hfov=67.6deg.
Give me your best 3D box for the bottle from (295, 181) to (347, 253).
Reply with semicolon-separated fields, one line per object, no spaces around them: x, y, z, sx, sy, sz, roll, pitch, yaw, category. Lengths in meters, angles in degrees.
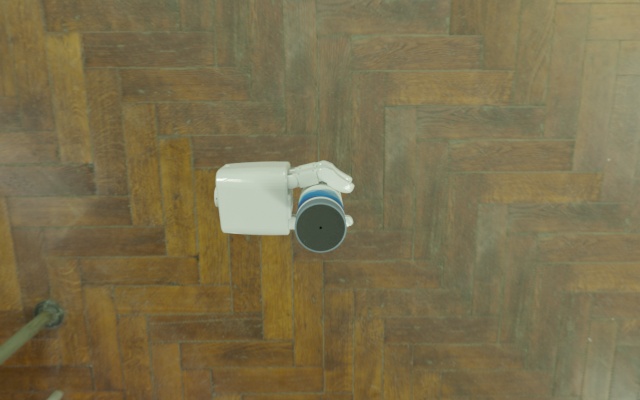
0.000;0.003;0.746;0.069;0.069;0.295;0;13;0;bottle
